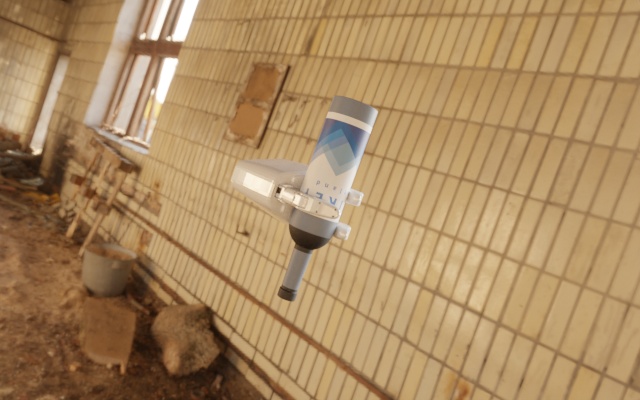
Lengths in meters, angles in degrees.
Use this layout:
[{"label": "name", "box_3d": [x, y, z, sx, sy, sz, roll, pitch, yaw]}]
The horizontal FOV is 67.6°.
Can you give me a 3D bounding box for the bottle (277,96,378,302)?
[{"label": "bottle", "box_3d": [0.000, 0.002, 0.681, 0.069, 0.296, 0.069, 20, 3, -1]}]
